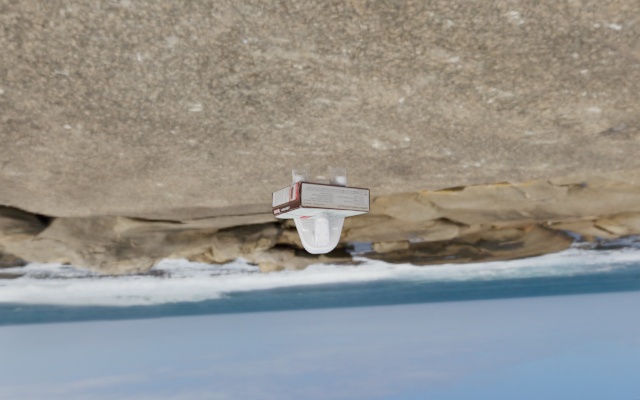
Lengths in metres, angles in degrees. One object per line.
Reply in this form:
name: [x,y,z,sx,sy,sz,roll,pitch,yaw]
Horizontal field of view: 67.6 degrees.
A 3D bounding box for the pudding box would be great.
pudding box: [0.000,0.002,0.671,0.113,0.039,0.090,3,-11,-30]
